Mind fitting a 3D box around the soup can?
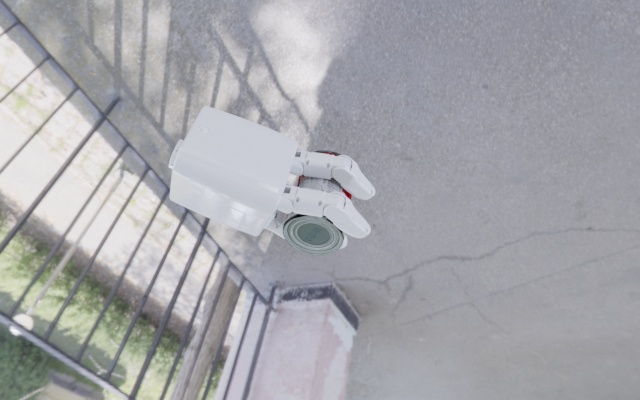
[{"bbox_3d":[0.000,0.002,0.536,0.068,0.102,0.069,7,-43,6],"label":"soup can"}]
